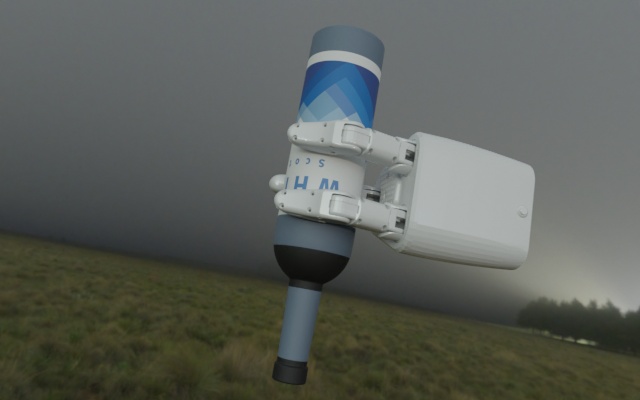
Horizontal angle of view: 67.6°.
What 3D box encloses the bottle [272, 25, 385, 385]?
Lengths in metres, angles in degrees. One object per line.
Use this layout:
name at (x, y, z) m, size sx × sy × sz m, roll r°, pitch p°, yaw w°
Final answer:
bottle at (0.000, 0.001, 0.407) m, size 0.069 × 0.295 × 0.069 m, roll 10°, pitch -11°, yaw 2°
